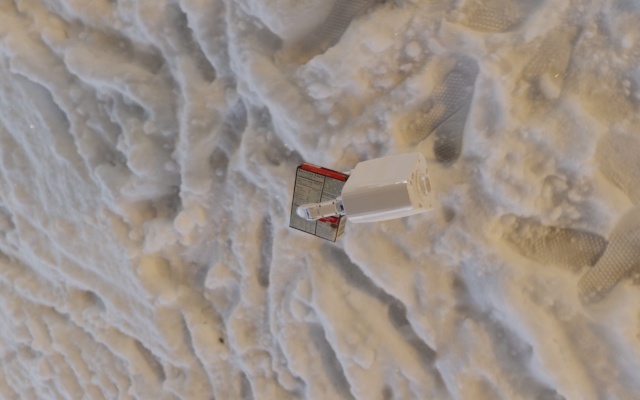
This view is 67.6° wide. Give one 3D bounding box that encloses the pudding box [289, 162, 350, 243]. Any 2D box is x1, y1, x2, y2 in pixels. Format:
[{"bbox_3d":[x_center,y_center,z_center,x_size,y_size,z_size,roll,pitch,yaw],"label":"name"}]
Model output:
[{"bbox_3d":[0.000,0.003,0.781,0.090,0.113,0.039,18,23,20],"label":"pudding box"}]
